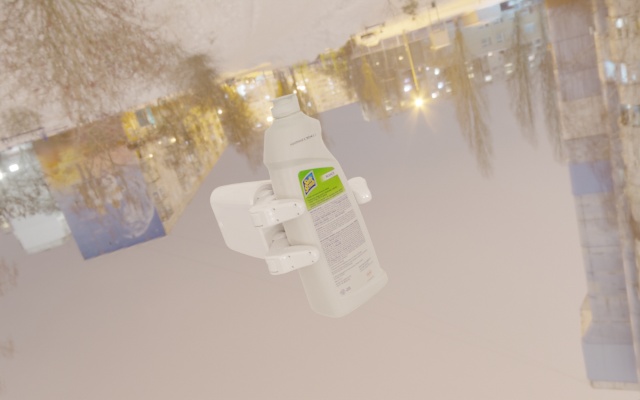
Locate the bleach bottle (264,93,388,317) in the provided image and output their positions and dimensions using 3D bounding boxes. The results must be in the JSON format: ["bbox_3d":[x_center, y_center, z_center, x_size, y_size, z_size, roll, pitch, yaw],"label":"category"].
[{"bbox_3d":[0.000,0.002,0.549,0.102,0.251,0.068,-29,20,-37],"label":"bleach bottle"}]
